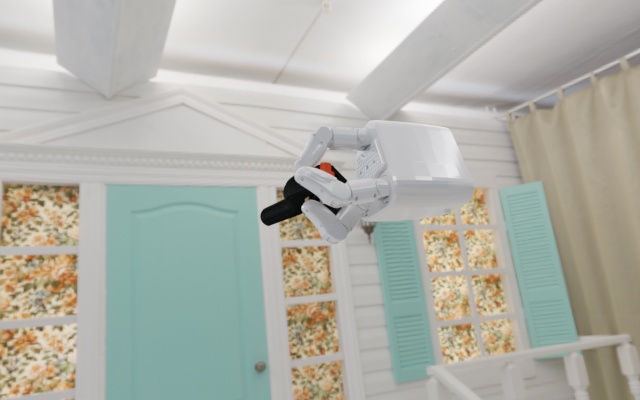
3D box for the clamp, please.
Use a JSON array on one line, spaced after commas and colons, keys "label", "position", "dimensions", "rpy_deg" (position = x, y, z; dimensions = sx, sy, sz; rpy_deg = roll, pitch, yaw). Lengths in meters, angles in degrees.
[{"label": "clamp", "position": [0.000, 0.001, 0.592], "dimensions": [0.120, 0.039, 0.171], "rpy_deg": [0, -17, -20]}]
